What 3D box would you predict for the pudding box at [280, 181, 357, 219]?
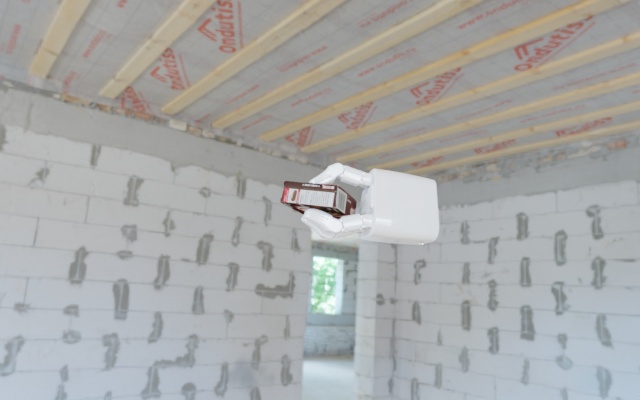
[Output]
[{"bbox_3d":[0.000,0.002,0.749,0.090,0.039,0.113,5,-13,20],"label":"pudding box"}]
